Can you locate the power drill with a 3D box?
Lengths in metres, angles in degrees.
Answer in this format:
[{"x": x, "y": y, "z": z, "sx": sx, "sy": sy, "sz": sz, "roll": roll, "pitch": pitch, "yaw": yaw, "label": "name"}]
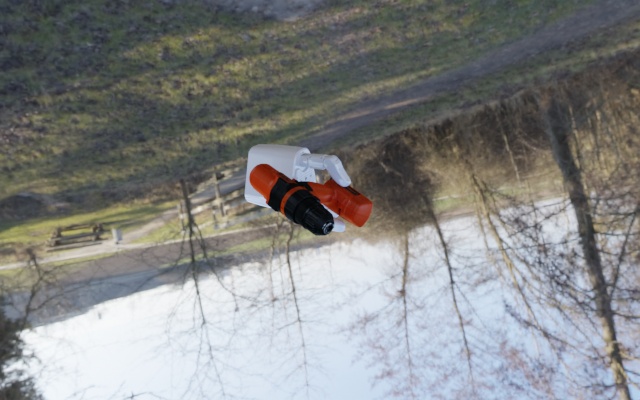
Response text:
[{"x": 0.000, "y": 0.002, "z": 0.772, "sx": 0.188, "sy": 0.057, "sz": 0.184, "roll": 9, "pitch": 22, "yaw": -48, "label": "power drill"}]
